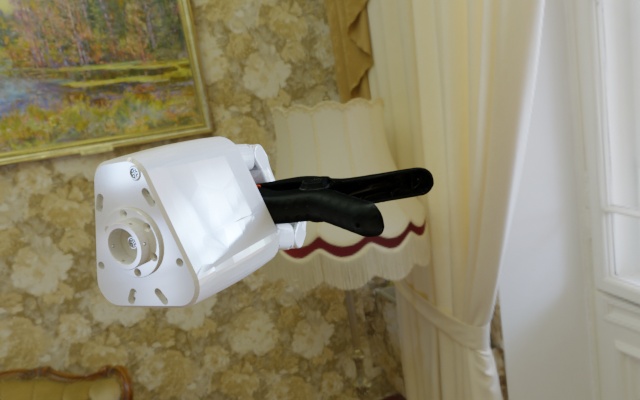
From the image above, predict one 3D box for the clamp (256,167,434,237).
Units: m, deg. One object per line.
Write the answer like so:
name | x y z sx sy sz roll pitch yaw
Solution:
clamp | 0.000 0.001 0.401 0.171 0.039 0.120 -5 10 25
